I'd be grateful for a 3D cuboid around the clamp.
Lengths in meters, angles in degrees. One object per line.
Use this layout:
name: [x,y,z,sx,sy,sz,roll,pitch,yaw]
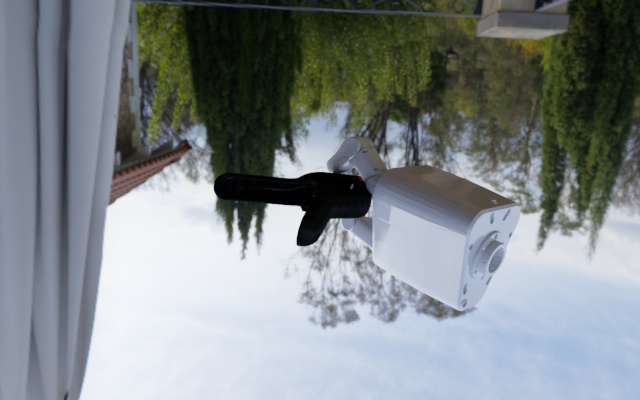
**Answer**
clamp: [0.000,0.002,0.451,0.171,0.039,0.120,-8,34,-40]
